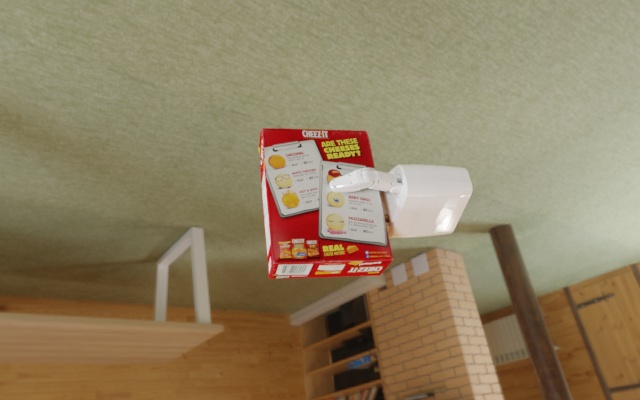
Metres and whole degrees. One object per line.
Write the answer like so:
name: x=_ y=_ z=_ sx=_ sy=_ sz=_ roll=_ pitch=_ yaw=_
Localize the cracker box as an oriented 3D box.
cracker box: x=0.000 y=0.002 z=0.686 sx=0.164 sy=0.213 sz=0.072 roll=0 pitch=-30 yaw=-14
